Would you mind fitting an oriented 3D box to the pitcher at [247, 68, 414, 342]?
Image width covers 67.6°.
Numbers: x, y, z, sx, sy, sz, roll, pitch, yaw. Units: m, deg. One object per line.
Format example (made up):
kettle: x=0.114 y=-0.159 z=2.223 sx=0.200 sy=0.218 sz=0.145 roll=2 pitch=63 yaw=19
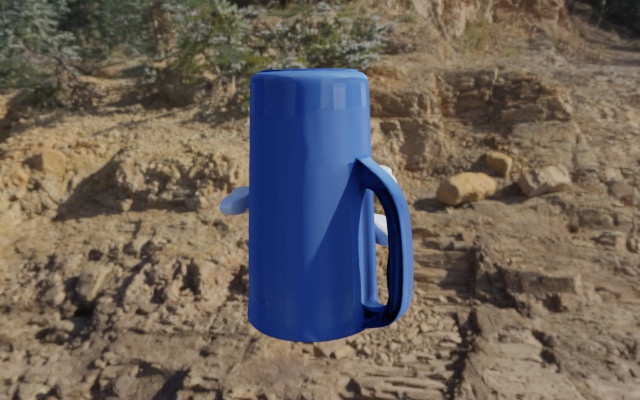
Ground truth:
pitcher: x=0.000 y=0.001 z=0.455 sx=0.149 sy=0.243 sz=0.145 roll=-2 pitch=13 yaw=-7
